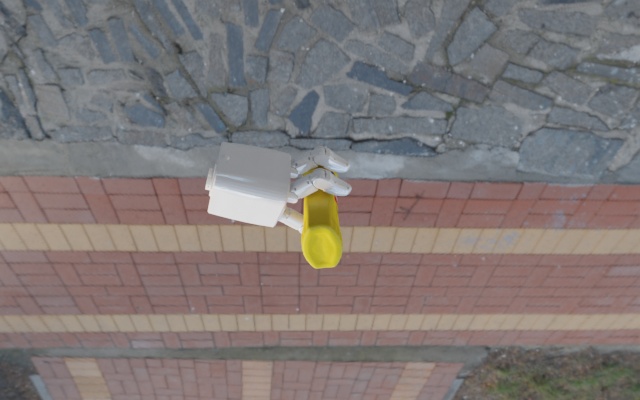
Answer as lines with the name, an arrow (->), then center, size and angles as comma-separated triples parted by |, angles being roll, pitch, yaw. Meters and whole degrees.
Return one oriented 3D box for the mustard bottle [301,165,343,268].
mustard bottle -> 0.000, 0.003, 0.732 | 0.058, 0.096, 0.191 | -6, 44, 4
